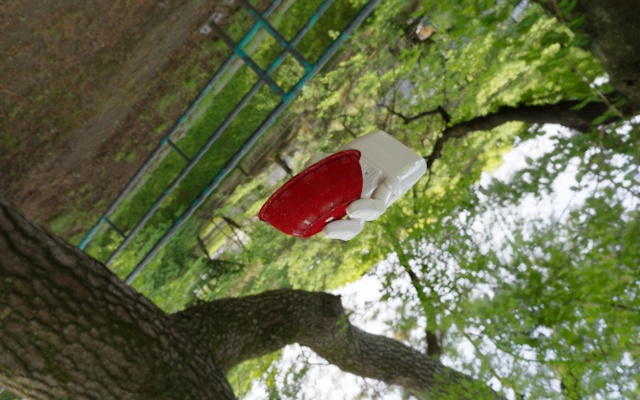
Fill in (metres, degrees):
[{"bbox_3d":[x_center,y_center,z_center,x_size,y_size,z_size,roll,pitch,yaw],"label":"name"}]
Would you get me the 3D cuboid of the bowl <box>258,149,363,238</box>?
[{"bbox_3d":[-0.001,0.003,0.630,0.162,0.055,0.162,-31,-13,-8],"label":"bowl"}]
